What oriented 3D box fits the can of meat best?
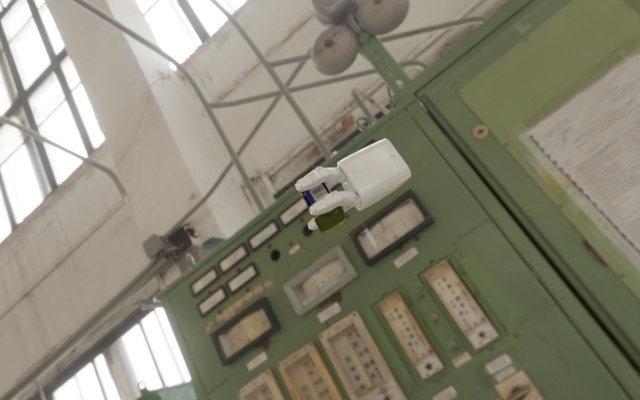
[{"bbox_3d":[0.000,0.003,0.900,0.057,0.084,0.102,-30,-24,-2],"label":"can of meat"}]
